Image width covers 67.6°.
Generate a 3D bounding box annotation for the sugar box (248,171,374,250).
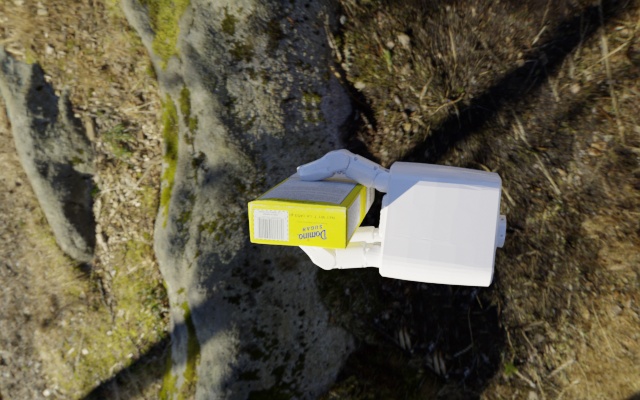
[{"bbox_3d":[0.000,0.002,0.505,0.093,0.048,0.176,4,12,14],"label":"sugar box"}]
